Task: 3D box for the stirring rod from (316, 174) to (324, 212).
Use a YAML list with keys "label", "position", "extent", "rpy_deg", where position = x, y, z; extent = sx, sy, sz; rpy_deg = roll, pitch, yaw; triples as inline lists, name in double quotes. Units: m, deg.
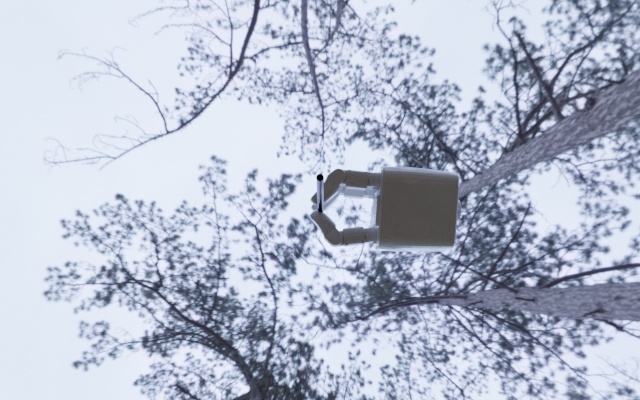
- label: "stirring rod"
  position: [0.000, 0.002, 0.612]
  extent: [0.011, 0.011, 0.239]
  rpy_deg: [0, -12, 0]
